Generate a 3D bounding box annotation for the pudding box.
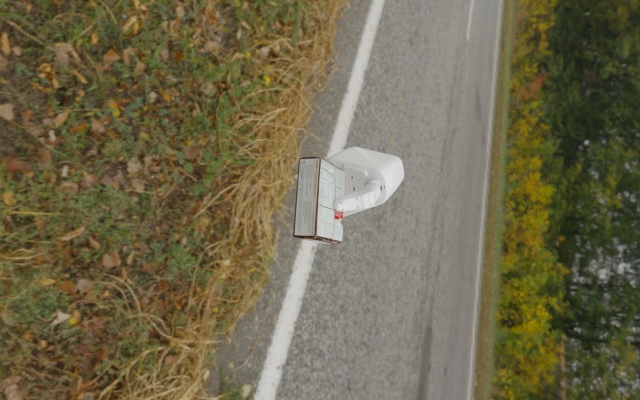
[{"bbox_3d":[0.000,0.002,0.675,0.039,0.113,0.090,-3,-11,26],"label":"pudding box"}]
